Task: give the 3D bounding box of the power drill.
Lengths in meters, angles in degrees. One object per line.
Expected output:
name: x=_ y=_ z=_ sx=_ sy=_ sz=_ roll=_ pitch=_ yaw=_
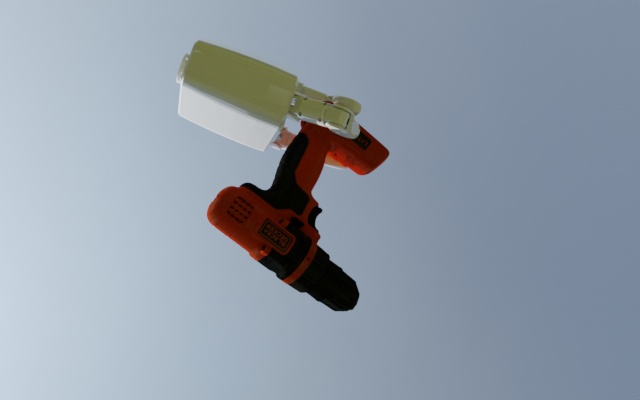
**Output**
power drill: x=0.000 y=0.001 z=0.513 sx=0.184 sy=0.187 sz=0.057 roll=39 pitch=-26 yaw=-15
